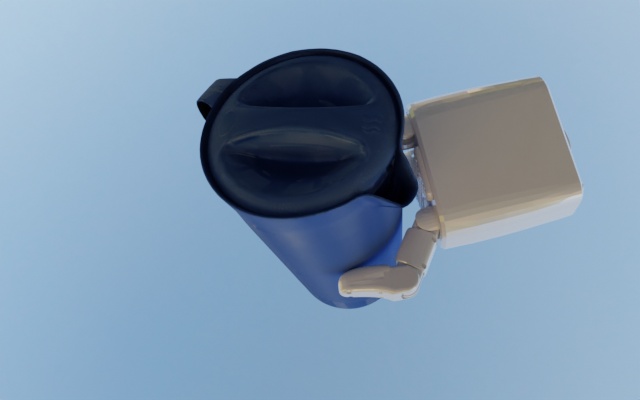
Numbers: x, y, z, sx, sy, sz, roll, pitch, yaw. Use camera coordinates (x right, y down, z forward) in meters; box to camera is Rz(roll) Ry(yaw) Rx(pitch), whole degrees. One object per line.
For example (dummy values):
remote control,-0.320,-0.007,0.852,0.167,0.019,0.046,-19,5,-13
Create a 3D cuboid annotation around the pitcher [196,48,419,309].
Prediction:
pitcher,0.000,0.001,0.403,0.145,0.149,0.243,-14,-31,5
